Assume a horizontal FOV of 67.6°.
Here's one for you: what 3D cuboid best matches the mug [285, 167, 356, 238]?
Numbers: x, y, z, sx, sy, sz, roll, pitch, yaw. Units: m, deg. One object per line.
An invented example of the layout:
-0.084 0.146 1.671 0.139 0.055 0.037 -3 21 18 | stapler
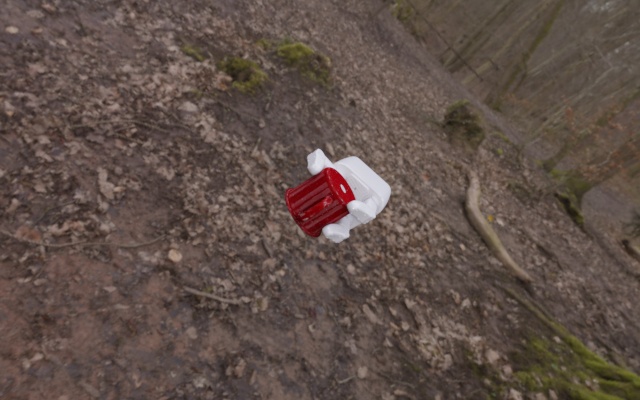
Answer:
0.000 0.003 0.750 0.081 0.093 0.117 -33 3 21 | mug
